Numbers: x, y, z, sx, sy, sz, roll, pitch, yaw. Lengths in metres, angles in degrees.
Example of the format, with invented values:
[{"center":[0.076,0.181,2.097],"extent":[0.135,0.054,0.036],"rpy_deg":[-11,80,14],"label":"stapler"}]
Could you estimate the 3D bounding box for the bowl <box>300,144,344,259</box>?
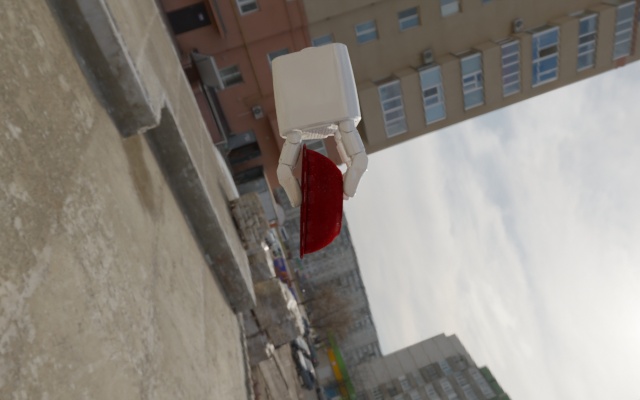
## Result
[{"center":[0.000,0.004,0.670],"extent":[0.055,0.162,0.162],"rpy_deg":[2,0,-4],"label":"bowl"}]
